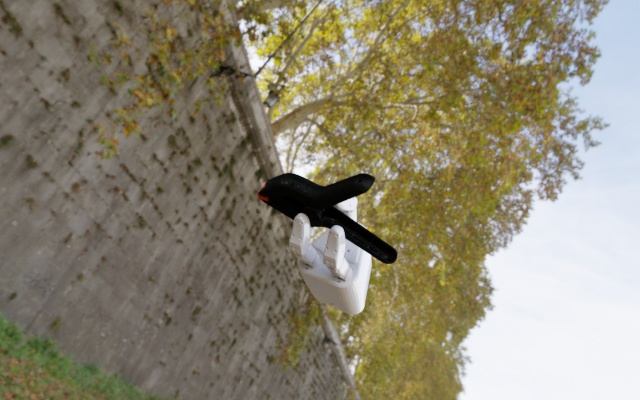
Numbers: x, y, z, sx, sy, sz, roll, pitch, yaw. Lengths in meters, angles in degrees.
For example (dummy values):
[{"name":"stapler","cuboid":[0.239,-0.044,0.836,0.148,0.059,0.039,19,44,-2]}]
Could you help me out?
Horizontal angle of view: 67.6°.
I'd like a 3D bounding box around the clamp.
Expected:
[{"name":"clamp","cuboid":[0.000,0.001,0.632,0.210,0.036,0.165,20,-32,26]}]
